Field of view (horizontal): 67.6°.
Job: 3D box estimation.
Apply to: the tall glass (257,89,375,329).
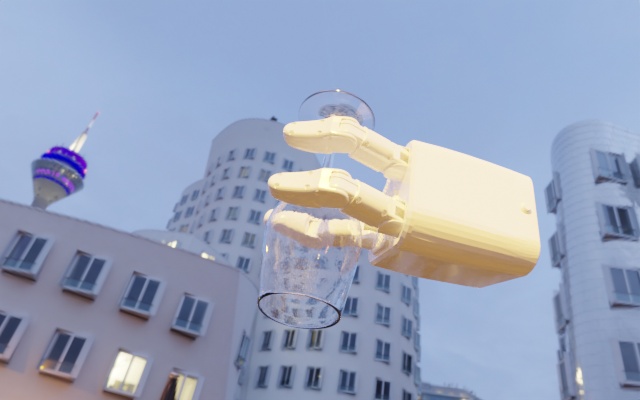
[{"bbox_3d":[0.000,0.001,0.401,0.079,0.201,0.079,8,-36,6],"label":"tall glass"}]
